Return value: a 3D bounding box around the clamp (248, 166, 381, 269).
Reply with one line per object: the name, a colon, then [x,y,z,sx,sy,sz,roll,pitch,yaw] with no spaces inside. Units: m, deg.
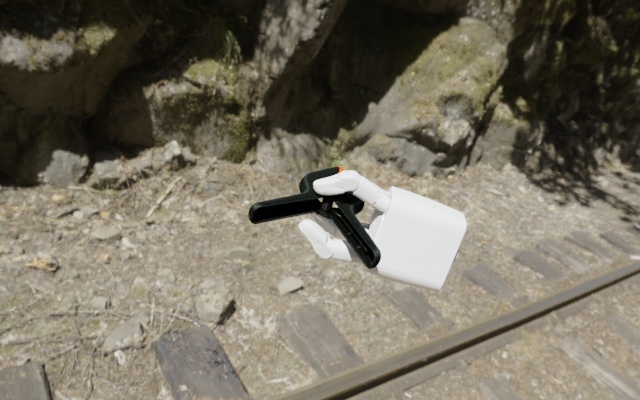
clamp: [0.001,0.001,0.636,0.164,0.036,0.210,19,28,-4]
